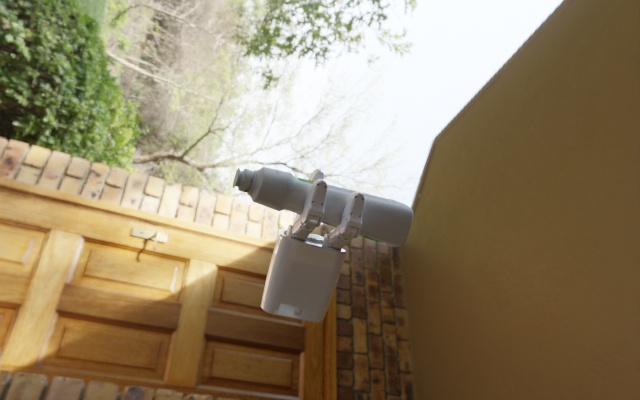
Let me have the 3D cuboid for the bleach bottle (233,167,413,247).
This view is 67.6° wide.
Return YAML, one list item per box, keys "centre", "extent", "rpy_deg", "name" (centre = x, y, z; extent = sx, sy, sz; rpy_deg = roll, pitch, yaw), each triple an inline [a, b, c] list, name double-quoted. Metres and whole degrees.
- centre: [0.000, 0.002, 0.673]
  extent: [0.251, 0.068, 0.102]
  rpy_deg: [16, 1, -20]
  name: "bleach bottle"
